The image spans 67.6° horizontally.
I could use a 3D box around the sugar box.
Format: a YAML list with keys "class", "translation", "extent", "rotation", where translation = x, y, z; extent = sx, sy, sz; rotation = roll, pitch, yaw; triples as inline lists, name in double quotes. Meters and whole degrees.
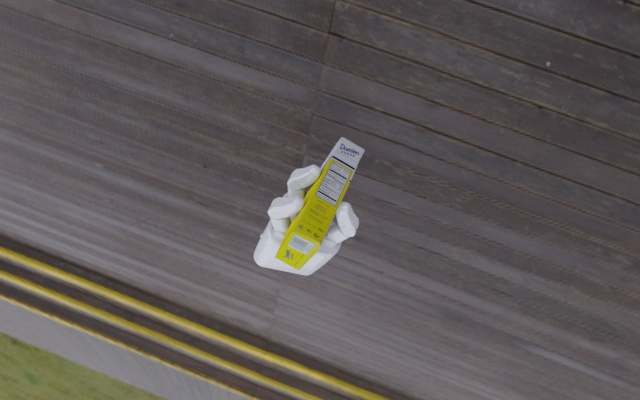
- class: "sugar box"
  translation: [0.000, 0.002, 0.669]
  extent: [0.048, 0.176, 0.093]
  rotation: [28, -34, -7]
